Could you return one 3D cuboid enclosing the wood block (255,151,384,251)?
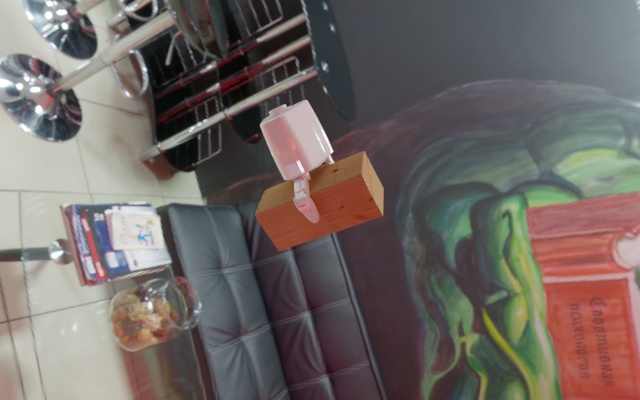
[{"bbox_3d":[0.000,0.003,0.855,0.206,0.090,0.090,-20,28,20],"label":"wood block"}]
